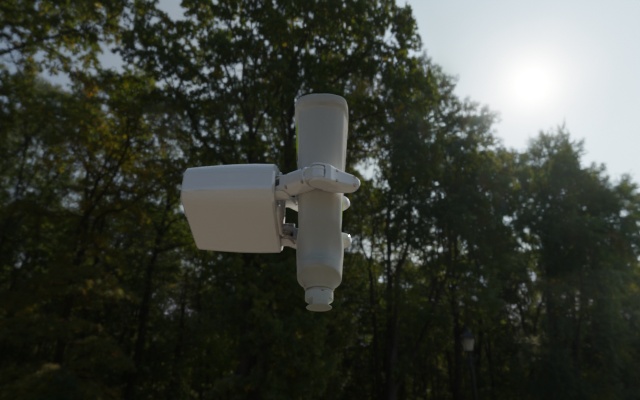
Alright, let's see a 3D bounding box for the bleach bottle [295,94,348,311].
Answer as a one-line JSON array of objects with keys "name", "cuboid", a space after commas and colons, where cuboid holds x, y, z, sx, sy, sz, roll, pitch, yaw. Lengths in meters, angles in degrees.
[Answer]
[{"name": "bleach bottle", "cuboid": [0.000, 0.002, 0.567, 0.068, 0.250, 0.103, 0, -28, 2]}]
